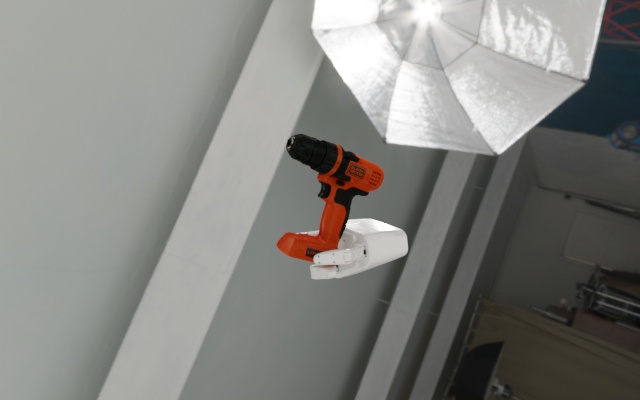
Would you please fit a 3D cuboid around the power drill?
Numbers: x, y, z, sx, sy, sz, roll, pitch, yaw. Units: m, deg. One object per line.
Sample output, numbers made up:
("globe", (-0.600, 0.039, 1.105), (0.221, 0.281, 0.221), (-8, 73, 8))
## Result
("power drill", (0.000, 0.003, 0.756), (0.184, 0.187, 0.057), (19, 7, -32))
